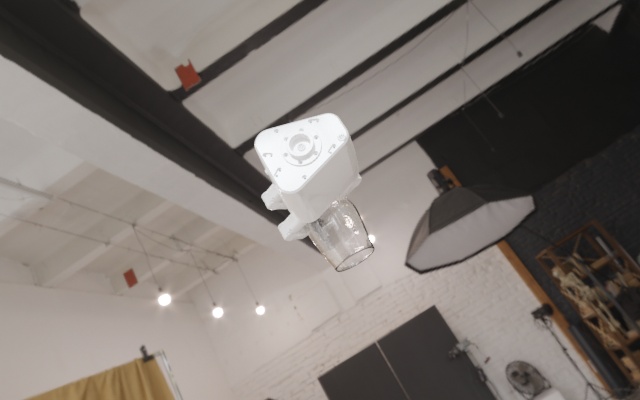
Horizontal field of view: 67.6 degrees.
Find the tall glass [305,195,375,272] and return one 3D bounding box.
[{"bbox_3d":[0.000,0.002,0.690,0.079,0.201,0.079,-27,-22,-12],"label":"tall glass"}]
